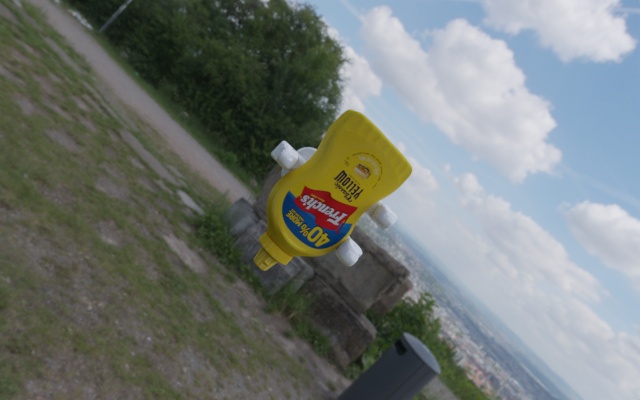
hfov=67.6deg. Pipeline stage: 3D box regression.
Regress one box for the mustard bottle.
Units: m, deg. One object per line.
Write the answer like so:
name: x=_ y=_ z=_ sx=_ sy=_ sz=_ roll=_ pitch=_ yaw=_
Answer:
mustard bottle: x=0.000 y=0.002 z=0.510 sx=0.096 sy=0.191 sz=0.058 roll=43 pitch=4 yaw=-21
